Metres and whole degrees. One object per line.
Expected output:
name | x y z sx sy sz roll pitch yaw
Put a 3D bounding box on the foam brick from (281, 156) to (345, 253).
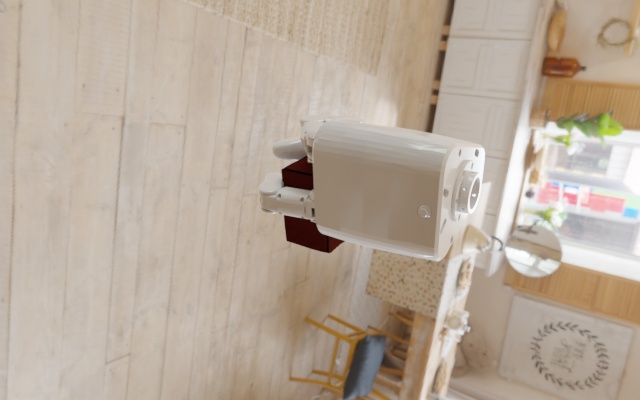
foam brick | 0.000 0.002 0.453 0.051 0.078 0.053 13 29 30
